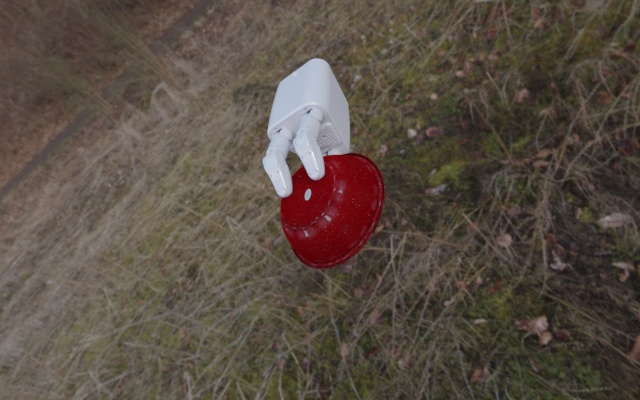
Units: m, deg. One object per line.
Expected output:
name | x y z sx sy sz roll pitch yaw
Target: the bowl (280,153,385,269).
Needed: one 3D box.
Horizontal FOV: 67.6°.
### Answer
bowl | 0.000 0.003 0.603 0.162 0.162 0.055 0 -22 45
